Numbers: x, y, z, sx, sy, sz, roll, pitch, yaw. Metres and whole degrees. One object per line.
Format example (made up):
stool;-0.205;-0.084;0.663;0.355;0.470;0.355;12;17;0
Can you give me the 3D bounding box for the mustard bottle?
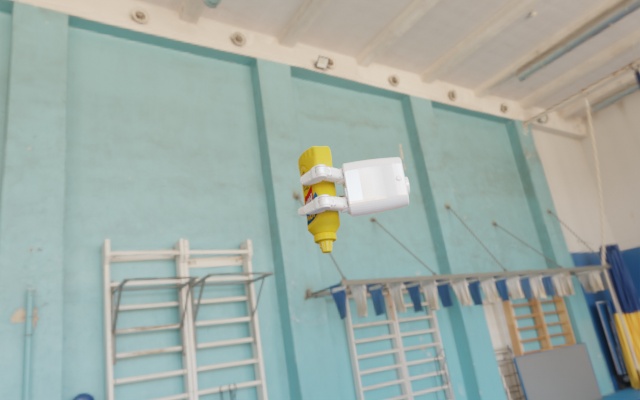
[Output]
mustard bottle;0.000;0.003;0.887;0.058;0.191;0.096;-1;-19;-21
